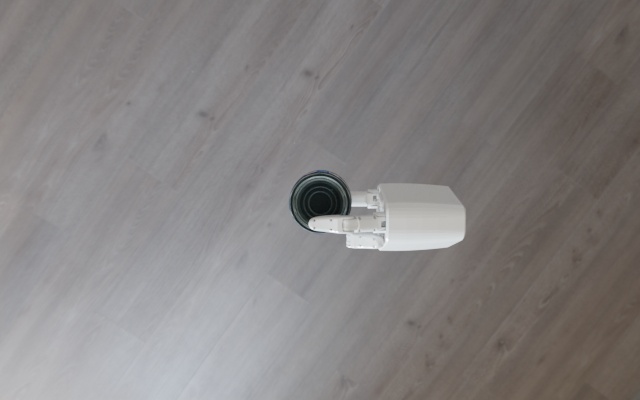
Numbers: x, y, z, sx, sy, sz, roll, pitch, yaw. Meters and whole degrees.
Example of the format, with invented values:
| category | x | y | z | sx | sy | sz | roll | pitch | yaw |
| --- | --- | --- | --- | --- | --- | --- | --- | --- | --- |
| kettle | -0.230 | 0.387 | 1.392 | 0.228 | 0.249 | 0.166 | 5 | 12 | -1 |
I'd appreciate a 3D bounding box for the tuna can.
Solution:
| category | x | y | z | sx | sy | sz | roll | pitch | yaw |
| --- | --- | --- | --- | --- | --- | --- | --- | --- | --- |
| tuna can | 0.000 | 0.002 | 0.650 | 0.086 | 0.086 | 0.033 | 0 | 7 | 2 |
